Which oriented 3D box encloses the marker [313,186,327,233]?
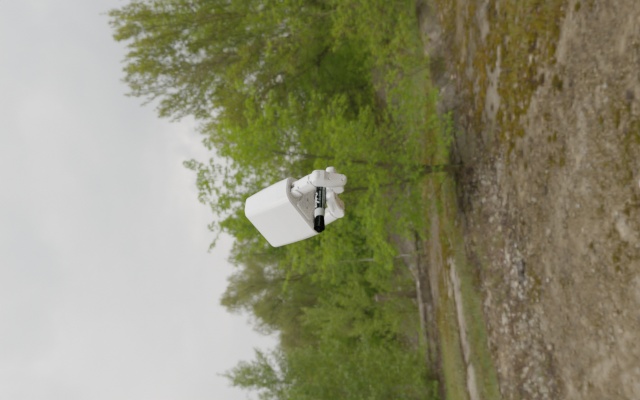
[{"bbox_3d":[0.000,0.003,0.809,0.020,0.121,0.020,2,-37,1],"label":"marker"}]
